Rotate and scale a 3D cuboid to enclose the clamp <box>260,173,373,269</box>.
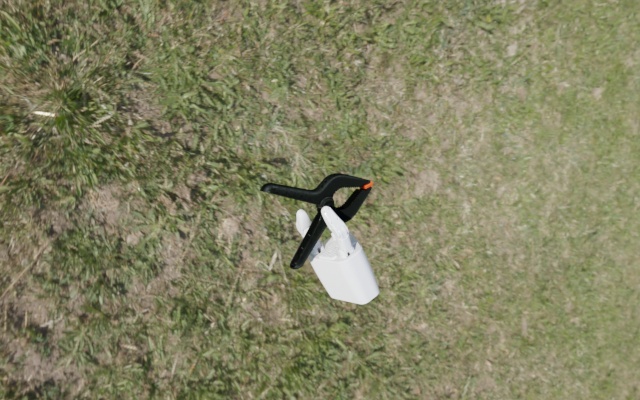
[{"bbox_3d":[0.001,0.003,0.851,0.210,0.165,0.036,-34,23,-19],"label":"clamp"}]
